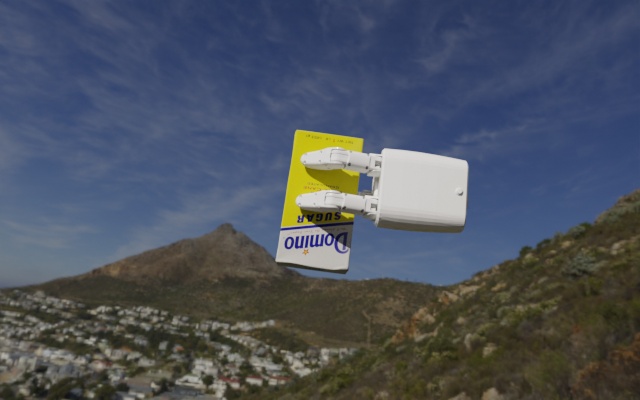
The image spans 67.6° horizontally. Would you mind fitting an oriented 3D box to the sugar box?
[{"bbox_3d":[0.000,0.002,0.622,0.093,0.176,0.048,7,-15,0],"label":"sugar box"}]
